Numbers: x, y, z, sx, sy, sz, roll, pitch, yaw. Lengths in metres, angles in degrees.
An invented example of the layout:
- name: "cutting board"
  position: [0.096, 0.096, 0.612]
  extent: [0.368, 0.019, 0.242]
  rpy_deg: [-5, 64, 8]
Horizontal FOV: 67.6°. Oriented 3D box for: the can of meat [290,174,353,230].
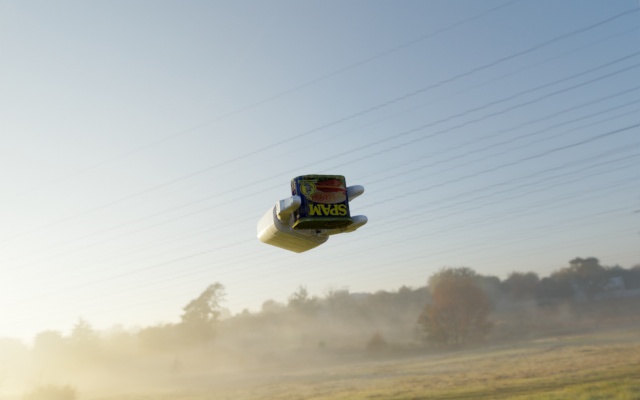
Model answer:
- name: "can of meat"
  position: [0.000, 0.002, 0.824]
  extent: [0.102, 0.084, 0.057]
  rpy_deg: [1, -18, -22]
